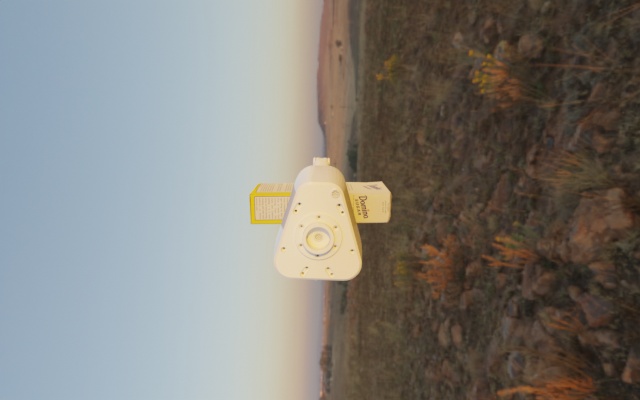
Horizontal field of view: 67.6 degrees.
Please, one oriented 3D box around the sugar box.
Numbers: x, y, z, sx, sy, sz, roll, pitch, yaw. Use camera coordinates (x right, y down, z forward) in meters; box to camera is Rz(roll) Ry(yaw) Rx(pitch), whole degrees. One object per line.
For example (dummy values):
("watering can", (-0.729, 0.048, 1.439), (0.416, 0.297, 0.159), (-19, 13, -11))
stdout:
("sugar box", (0.000, 0.003, 0.634), (0.176, 0.048, 0.093), (2, 11, 0))
